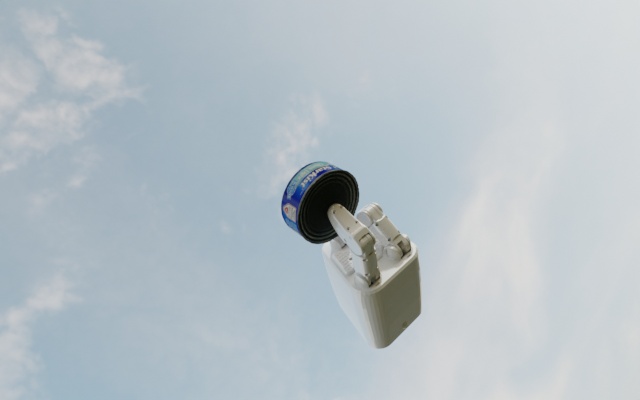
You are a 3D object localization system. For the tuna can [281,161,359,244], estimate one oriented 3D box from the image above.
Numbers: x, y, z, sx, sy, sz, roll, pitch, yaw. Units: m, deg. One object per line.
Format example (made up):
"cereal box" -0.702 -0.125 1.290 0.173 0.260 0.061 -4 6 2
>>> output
"tuna can" 0.000 0.001 0.518 0.086 0.086 0.033 0 22 -43
